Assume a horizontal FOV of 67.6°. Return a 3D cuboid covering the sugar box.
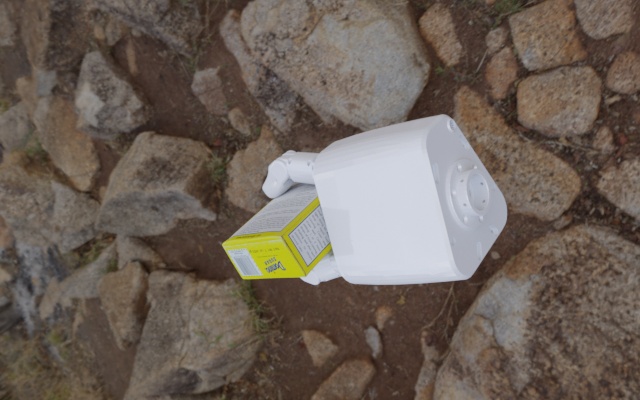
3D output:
[{"bbox_3d":[0.000,0.002,0.444,0.093,0.048,0.176,-10,23,48],"label":"sugar box"}]
